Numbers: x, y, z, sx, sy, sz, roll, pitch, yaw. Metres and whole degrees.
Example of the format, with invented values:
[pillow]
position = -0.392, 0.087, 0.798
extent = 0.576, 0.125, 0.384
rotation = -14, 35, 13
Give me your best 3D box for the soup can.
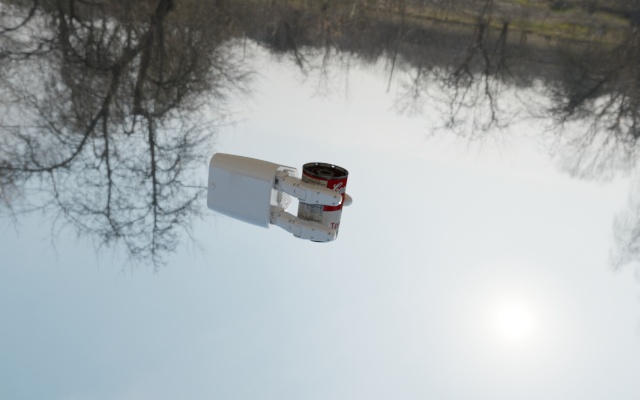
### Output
[soup can]
position = 0.001, 0.003, 0.698
extent = 0.068, 0.102, 0.068
rotation = 8, 20, -3
